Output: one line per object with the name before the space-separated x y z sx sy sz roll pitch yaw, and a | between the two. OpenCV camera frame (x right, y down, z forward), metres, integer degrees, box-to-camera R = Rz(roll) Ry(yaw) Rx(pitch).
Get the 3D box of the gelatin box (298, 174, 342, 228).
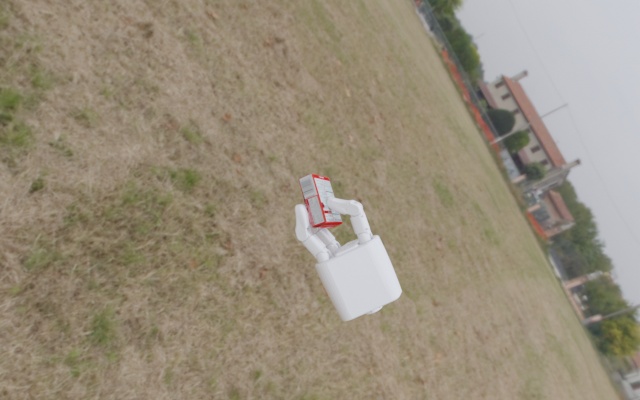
gelatin box | 0.000 0.002 0.813 0.030 0.089 0.073 -20 -10 22
